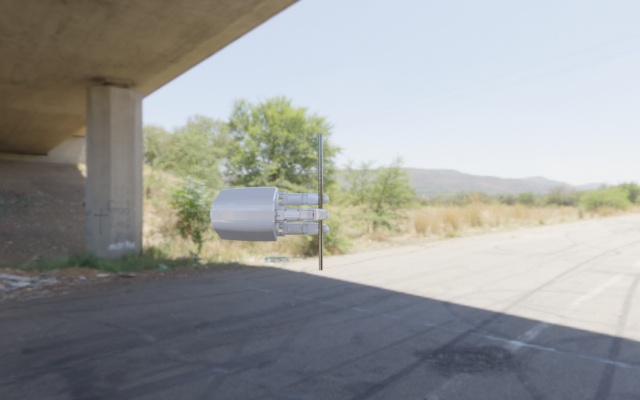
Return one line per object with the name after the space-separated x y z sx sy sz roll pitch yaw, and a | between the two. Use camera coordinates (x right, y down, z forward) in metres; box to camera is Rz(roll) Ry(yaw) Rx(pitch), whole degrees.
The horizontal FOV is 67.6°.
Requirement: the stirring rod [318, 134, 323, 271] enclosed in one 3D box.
0.000 0.003 0.841 0.011 0.239 0.011 0 -1 0 | stirring rod
